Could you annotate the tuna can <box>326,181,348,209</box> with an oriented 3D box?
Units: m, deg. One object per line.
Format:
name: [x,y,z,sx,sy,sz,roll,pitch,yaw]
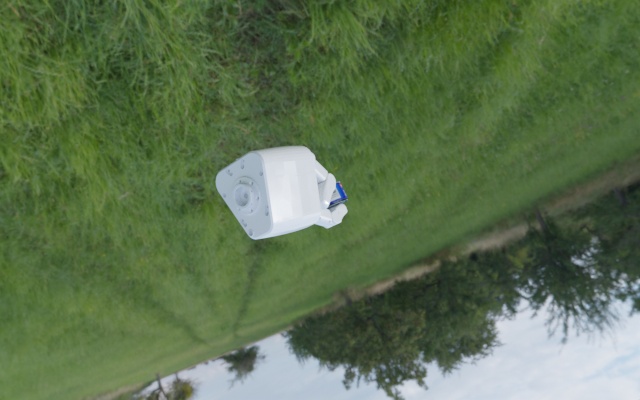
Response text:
tuna can: [0.000,0.003,0.768,0.086,0.033,0.086,-26,-6,-3]
